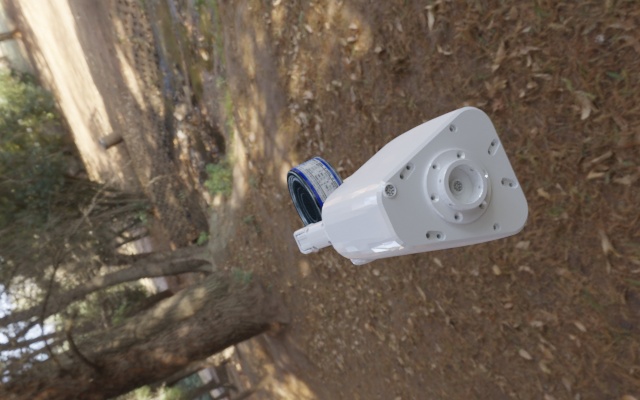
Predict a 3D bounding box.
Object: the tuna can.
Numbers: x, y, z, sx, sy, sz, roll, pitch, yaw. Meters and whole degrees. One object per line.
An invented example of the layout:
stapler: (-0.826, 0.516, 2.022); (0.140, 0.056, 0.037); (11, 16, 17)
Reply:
tuna can: (0.000, 0.002, 0.476); (0.034, 0.086, 0.086); (-27, 8, -16)
